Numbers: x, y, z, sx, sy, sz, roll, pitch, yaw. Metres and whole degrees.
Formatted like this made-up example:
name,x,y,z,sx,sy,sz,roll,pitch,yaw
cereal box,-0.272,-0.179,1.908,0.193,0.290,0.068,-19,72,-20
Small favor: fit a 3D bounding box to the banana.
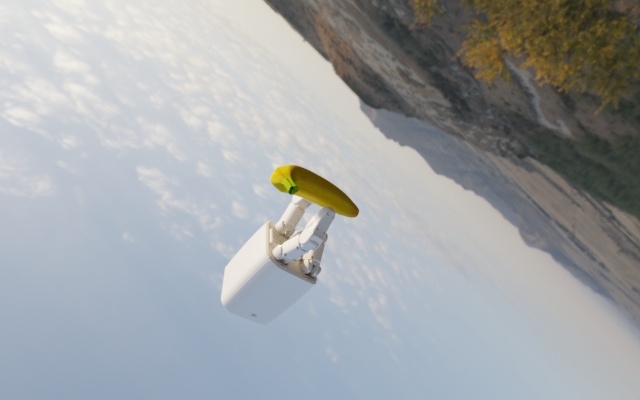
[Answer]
name,x,y,z,sx,sy,sz,roll,pitch,yaw
banana,-0.012,-0.012,0.632,0.037,0.069,0.198,-45,-26,15
